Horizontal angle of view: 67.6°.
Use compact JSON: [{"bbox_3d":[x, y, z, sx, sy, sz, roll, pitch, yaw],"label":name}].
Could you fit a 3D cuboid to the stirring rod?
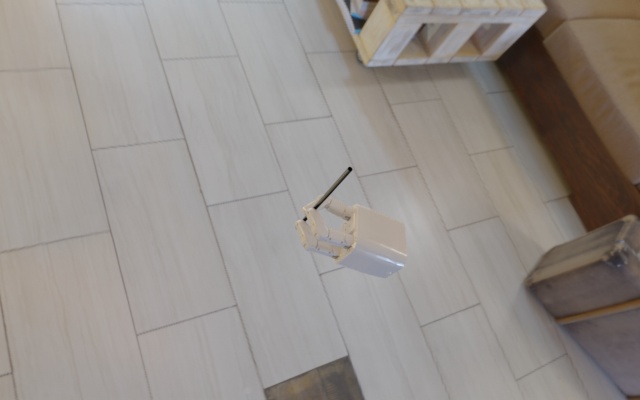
[{"bbox_3d":[0.000,0.003,0.811,0.011,0.011,0.240,0,-24,-24],"label":"stirring rod"}]
